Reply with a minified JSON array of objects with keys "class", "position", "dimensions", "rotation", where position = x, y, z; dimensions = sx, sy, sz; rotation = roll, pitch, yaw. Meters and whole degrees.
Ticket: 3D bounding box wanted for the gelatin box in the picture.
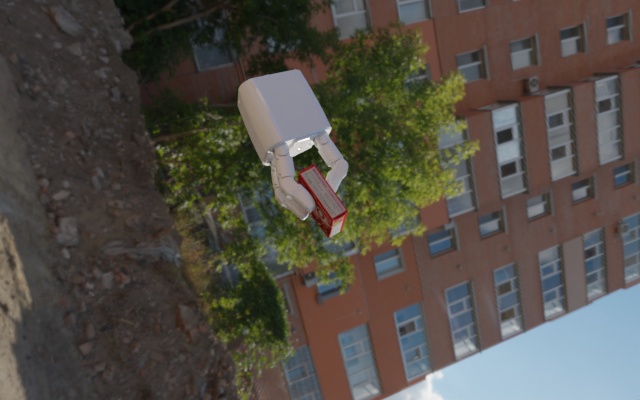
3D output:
[{"class":"gelatin box","position":[0.001,0.002,0.691],"dimensions":[0.030,0.089,0.073],"rotation":[-31,-18,-17]}]
